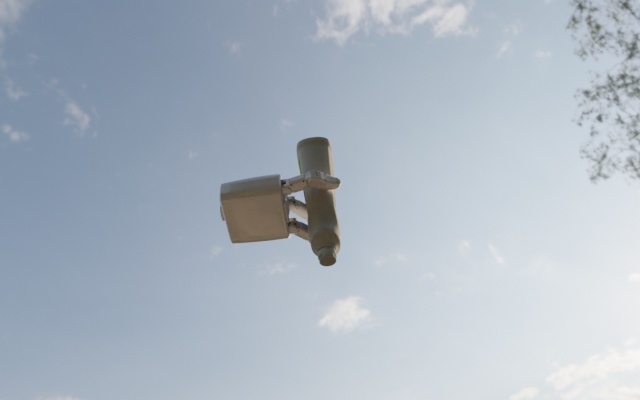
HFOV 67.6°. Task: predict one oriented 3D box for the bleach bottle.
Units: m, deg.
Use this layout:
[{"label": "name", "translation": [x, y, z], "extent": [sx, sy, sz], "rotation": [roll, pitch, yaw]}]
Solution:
[{"label": "bleach bottle", "translation": [0.000, 0.003, 0.849], "extent": [0.068, 0.250, 0.103], "rotation": [-8, -44, 1]}]
